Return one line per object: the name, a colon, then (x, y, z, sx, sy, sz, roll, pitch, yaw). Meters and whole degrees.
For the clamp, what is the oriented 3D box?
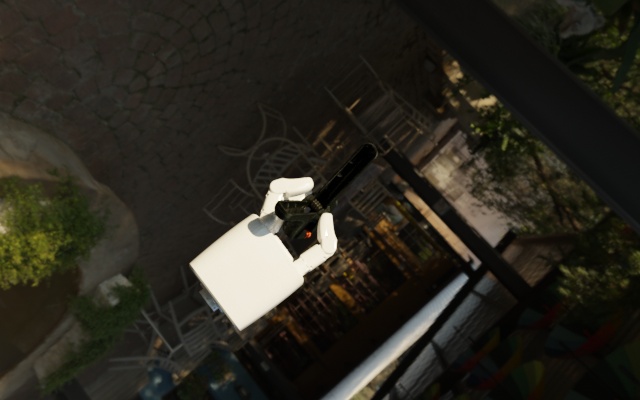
clamp: (0.000, 0.003, 0.680, 0.164, 0.036, 0.210, -35, -12, -17)
